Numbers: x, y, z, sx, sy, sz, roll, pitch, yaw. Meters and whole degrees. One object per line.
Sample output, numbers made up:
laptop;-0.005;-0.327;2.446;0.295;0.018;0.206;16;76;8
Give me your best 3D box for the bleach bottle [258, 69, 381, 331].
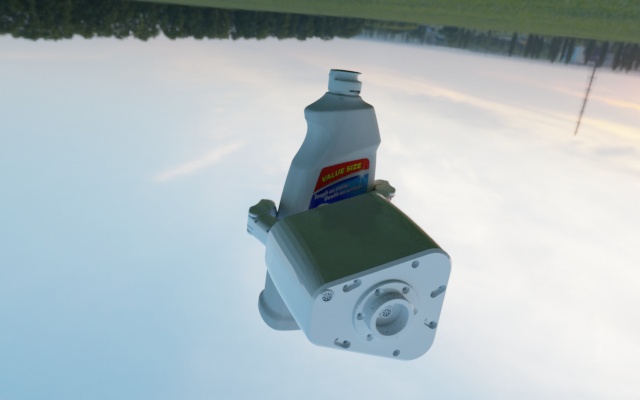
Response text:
bleach bottle;0.000;0.002;0.466;0.102;0.251;0.068;0;21;-21
